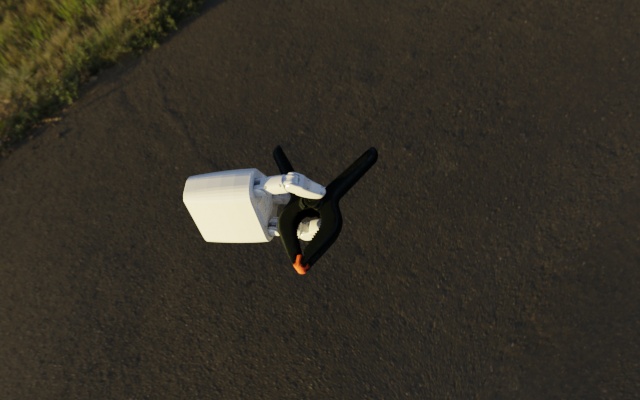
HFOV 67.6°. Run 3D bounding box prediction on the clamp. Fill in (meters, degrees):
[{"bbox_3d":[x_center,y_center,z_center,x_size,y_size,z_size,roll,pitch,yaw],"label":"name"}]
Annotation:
[{"bbox_3d":[0.000,0.002,0.688,0.164,0.209,0.036,-4,-30,14],"label":"clamp"}]
